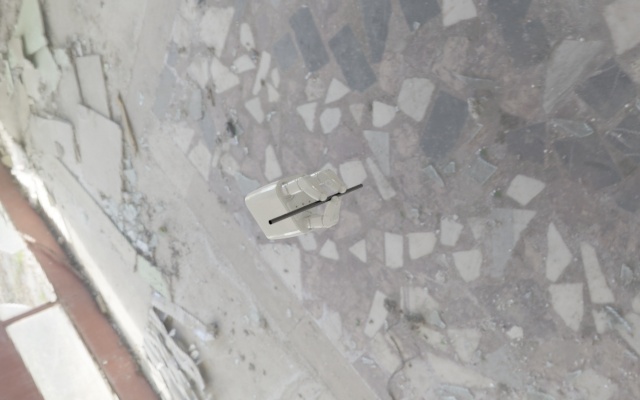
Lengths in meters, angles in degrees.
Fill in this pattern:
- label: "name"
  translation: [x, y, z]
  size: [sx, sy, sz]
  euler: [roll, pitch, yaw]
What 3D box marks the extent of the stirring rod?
- label: "stirring rod"
  translation: [0.000, 0.003, 0.818]
  size: [0.011, 0.011, 0.239]
  euler: [0, 15, 42]
